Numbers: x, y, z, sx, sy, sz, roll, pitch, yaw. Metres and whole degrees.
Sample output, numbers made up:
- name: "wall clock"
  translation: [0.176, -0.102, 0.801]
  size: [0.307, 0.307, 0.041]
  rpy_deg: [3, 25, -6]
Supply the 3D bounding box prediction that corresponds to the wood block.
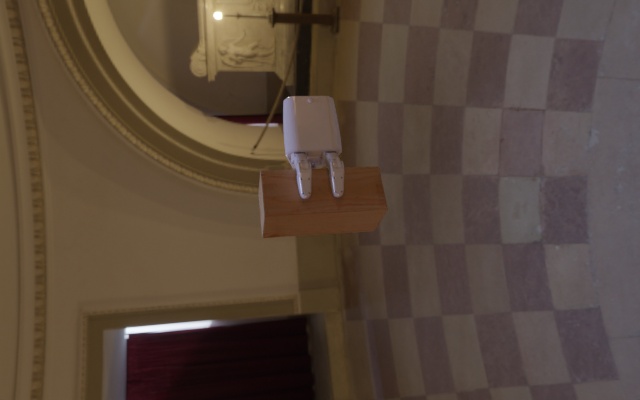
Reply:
- name: "wood block"
  translation: [0.000, 0.003, 0.832]
  size: [0.206, 0.090, 0.091]
  rpy_deg: [-3, -26, -11]
